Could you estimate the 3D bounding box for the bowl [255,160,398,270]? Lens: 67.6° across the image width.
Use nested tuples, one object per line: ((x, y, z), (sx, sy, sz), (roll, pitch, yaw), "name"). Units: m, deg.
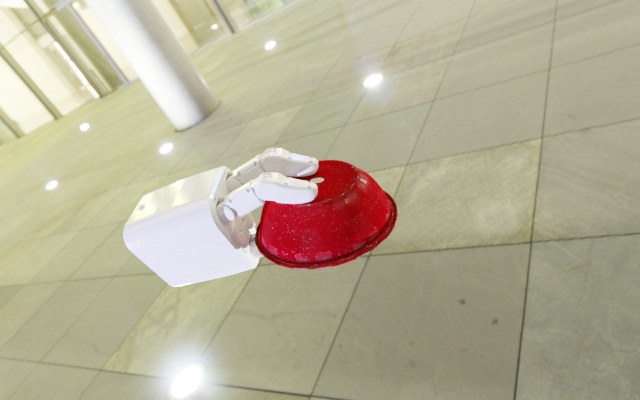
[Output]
((0.001, 0.001, 0.518), (0.162, 0.055, 0.162), (-10, 31, 6), "bowl")
